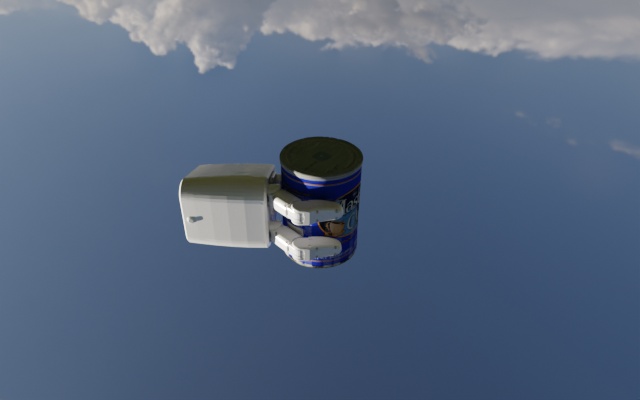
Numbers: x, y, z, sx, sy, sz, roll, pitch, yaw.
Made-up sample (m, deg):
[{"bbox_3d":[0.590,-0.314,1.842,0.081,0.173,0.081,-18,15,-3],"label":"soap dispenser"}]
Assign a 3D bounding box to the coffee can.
[{"bbox_3d":[0.000,0.002,0.622,0.103,0.140,0.102,1,34,0],"label":"coffee can"}]
